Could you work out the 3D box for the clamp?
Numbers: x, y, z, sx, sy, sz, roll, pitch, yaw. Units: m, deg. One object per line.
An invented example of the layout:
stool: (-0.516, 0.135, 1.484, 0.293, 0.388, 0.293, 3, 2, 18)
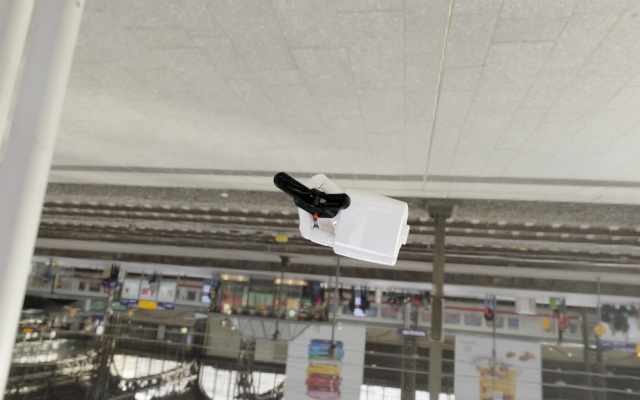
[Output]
clamp: (0.000, 0.003, 0.771, 0.120, 0.039, 0.171, 23, -7, 17)
